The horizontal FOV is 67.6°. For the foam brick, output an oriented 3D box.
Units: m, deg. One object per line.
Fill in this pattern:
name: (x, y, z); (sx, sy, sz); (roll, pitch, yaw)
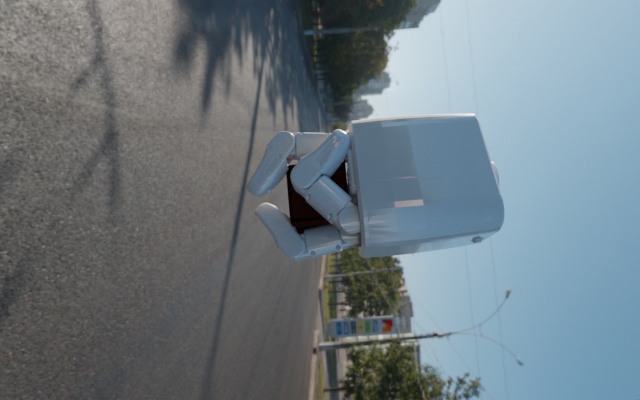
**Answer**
foam brick: (0.000, 0.001, 0.435); (0.051, 0.053, 0.078); (-6, -14, 2)
